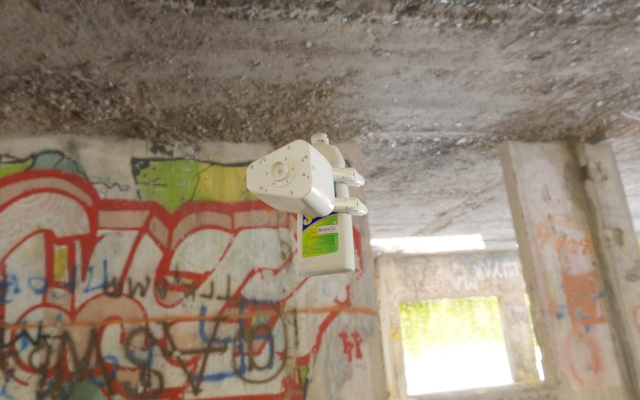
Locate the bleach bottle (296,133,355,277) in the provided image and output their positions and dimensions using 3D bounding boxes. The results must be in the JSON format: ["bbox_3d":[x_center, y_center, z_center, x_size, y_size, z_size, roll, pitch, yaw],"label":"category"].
[{"bbox_3d":[0.000,0.003,0.845,0.102,0.250,0.068,-10,-17,16],"label":"bleach bottle"}]
